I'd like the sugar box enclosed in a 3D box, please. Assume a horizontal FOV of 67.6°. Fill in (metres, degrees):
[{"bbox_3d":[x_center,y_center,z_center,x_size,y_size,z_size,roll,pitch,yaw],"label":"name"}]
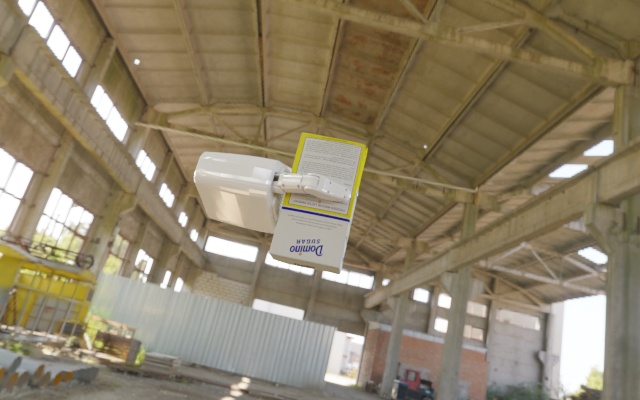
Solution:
[{"bbox_3d":[0.000,0.002,0.633,0.093,0.176,0.048,12,-18,8],"label":"sugar box"}]
